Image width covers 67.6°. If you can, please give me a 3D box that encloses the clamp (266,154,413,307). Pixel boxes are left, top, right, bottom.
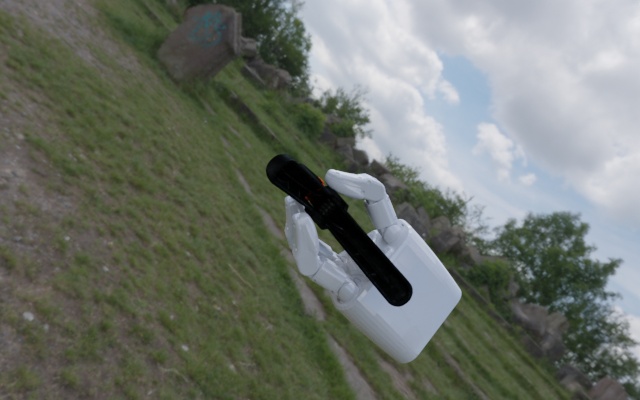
[{"bbox_3d":[0.001,0.001,0.462,0.036,0.165,0.210,-42,22,3],"label":"clamp"}]
